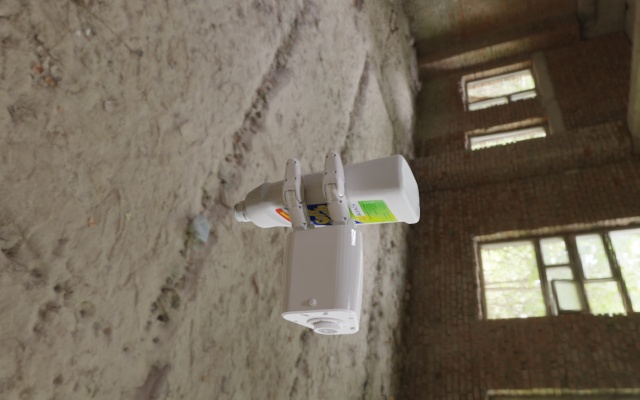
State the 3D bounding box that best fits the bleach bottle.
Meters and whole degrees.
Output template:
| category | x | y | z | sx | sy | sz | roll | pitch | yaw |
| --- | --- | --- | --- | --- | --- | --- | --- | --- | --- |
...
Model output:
| category | x | y | z | sx | sy | sz | roll | pitch | yaw |
| --- | --- | --- | --- | --- | --- | --- | --- | --- | --- |
| bleach bottle | 0.000 | 0.002 | 0.653 | 0.251 | 0.068 | 0.103 | -9 | -31 | 22 |
